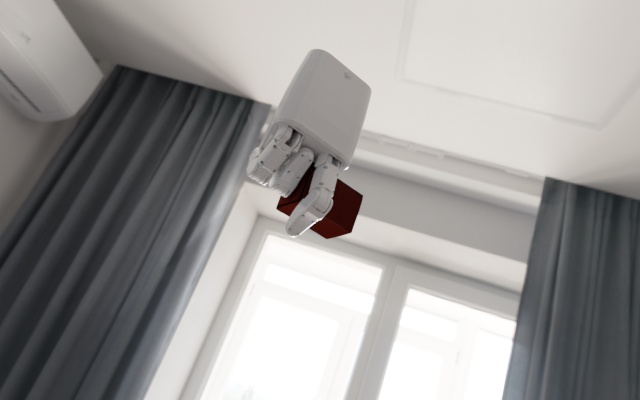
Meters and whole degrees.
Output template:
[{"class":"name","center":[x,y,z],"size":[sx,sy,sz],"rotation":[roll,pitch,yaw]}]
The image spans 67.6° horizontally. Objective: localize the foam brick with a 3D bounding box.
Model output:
[{"class":"foam brick","center":[0.000,0.002,0.545],"size":[0.078,0.051,0.053],"rotation":[33,-28,-26]}]
